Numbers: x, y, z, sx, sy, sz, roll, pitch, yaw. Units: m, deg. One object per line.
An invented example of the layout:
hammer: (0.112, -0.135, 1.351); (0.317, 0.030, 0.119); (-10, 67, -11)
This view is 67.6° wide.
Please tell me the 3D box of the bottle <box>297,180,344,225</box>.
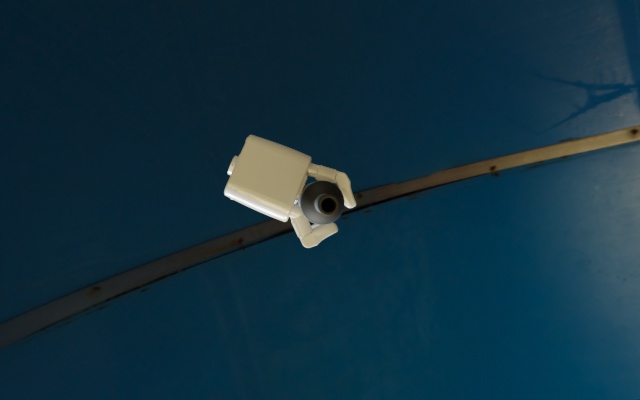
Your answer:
bottle: (0.000, 0.002, 0.748); (0.069, 0.069, 0.295); (0, 1, -4)
